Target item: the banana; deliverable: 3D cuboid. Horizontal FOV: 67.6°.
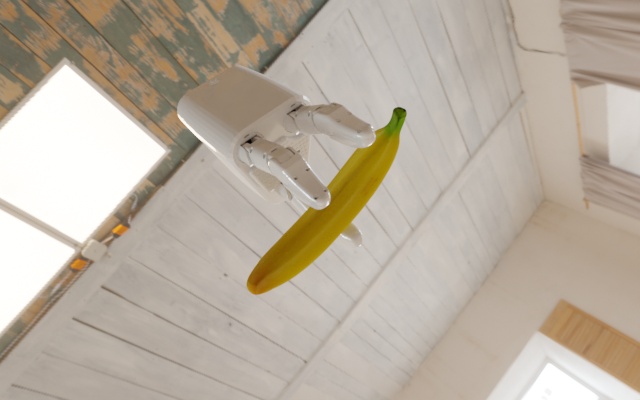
[{"bbox_3d":[0.009,0.004,0.422,0.037,0.198,0.070,38,-1,27],"label":"banana"}]
